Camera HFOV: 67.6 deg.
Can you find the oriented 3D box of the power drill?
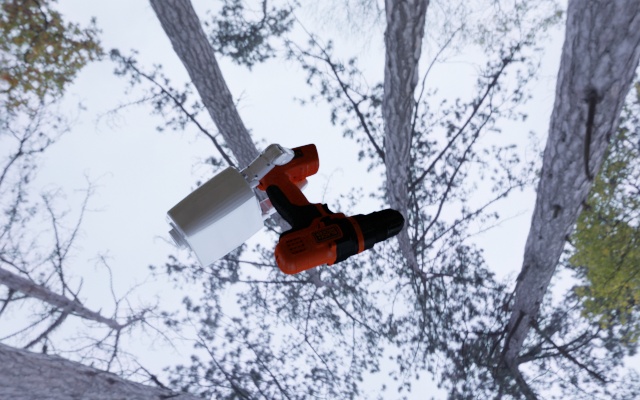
[{"bbox_3d":[0.000,0.002,0.664,0.184,0.187,0.057,-16,-39,-21],"label":"power drill"}]
